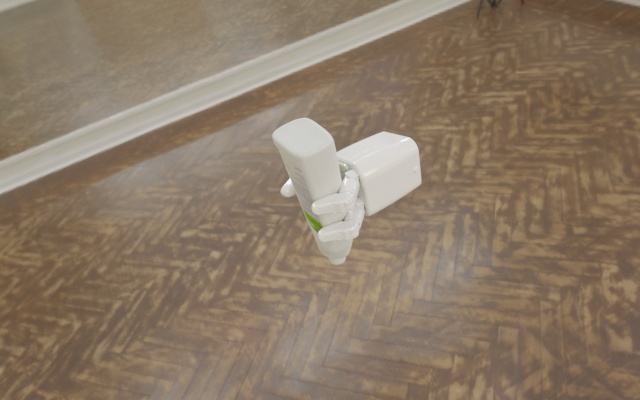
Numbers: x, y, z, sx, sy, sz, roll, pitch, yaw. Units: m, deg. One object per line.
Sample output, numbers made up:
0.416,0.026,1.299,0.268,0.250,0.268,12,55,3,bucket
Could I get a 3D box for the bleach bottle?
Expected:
0.000,0.002,0.747,0.068,0.251,0.102,-29,42,-16,bleach bottle
